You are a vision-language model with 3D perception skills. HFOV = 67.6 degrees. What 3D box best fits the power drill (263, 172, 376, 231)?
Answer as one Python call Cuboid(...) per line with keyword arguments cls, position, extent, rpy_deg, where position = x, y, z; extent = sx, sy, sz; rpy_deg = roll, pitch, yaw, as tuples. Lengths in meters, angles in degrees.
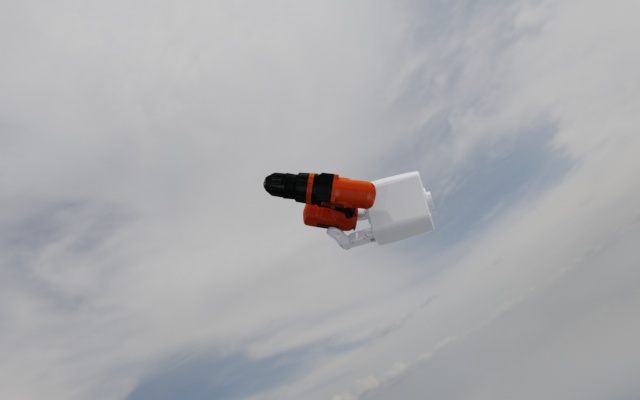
Cuboid(cls="power drill", position=(0.000, 0.003, 0.845), extent=(0.184, 0.057, 0.188), rpy_deg=(9, -15, 4))
